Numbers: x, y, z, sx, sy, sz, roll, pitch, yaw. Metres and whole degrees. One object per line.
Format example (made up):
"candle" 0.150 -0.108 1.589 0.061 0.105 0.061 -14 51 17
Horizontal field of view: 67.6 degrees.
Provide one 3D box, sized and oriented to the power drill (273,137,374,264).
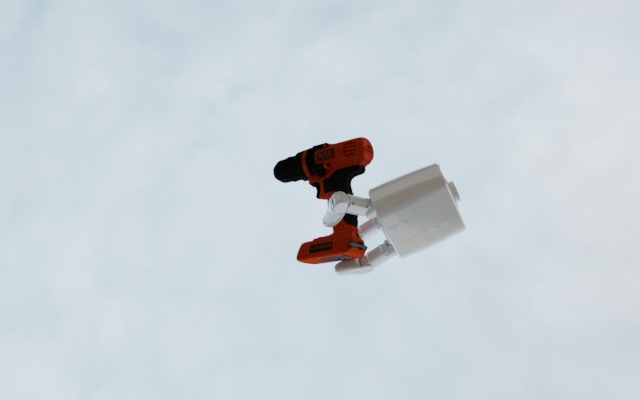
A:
"power drill" 0.000 0.003 0.750 0.184 0.187 0.057 -13 -18 34
